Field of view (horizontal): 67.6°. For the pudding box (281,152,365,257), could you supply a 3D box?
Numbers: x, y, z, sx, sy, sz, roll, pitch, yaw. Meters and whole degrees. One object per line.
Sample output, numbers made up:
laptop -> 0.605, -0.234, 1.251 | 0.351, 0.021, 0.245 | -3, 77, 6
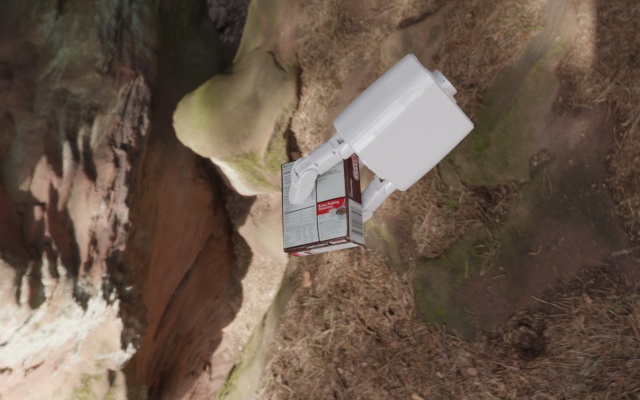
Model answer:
pudding box -> 0.000, 0.002, 0.551 | 0.090, 0.113, 0.039 | -14, -24, 30
